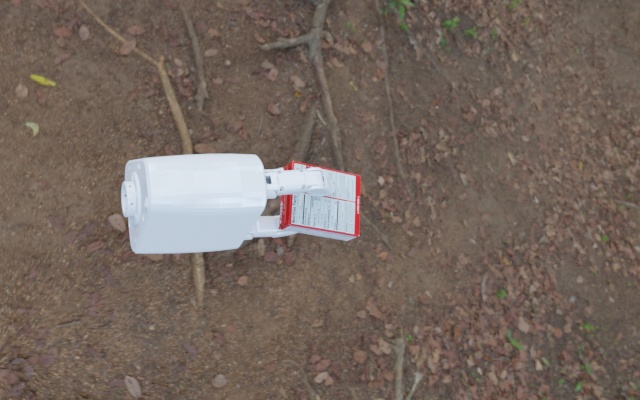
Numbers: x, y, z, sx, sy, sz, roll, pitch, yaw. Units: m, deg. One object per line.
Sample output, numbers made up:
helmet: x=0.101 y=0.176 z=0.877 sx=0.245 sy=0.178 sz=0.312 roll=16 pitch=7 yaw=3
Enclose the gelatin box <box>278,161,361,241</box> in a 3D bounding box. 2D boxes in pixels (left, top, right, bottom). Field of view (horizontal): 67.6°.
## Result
gelatin box: x=0.001 y=0.002 z=0.529 sx=0.089 sy=0.073 sz=0.030 roll=10 pitch=-20 yaw=-23
